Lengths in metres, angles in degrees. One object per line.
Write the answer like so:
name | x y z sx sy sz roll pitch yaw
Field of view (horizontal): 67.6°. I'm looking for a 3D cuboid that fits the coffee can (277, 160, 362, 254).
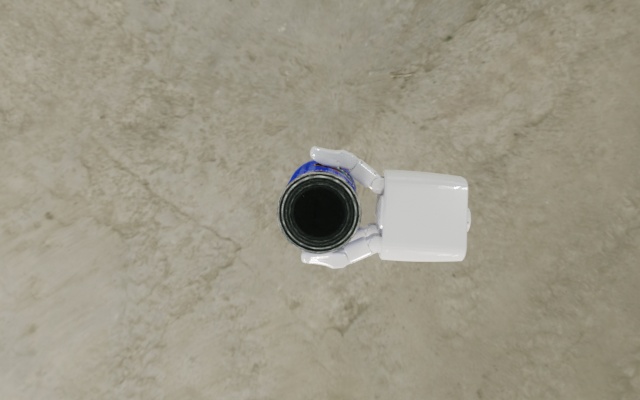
coffee can | 0.000 0.002 0.638 0.103 0.103 0.140 0 11 2
